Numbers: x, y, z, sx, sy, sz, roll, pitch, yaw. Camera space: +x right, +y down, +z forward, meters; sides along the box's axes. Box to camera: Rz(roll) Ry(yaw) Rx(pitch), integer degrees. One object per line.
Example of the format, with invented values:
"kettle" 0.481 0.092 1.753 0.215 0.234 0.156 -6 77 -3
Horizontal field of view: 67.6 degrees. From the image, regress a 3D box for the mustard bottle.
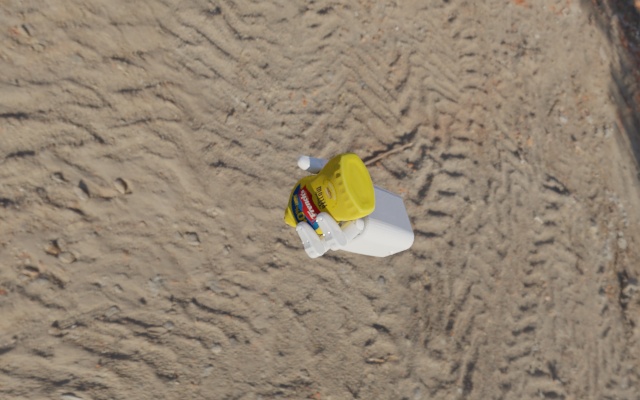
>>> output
"mustard bottle" 0.000 0.002 0.756 0.058 0.096 0.192 -12 -11 -40
